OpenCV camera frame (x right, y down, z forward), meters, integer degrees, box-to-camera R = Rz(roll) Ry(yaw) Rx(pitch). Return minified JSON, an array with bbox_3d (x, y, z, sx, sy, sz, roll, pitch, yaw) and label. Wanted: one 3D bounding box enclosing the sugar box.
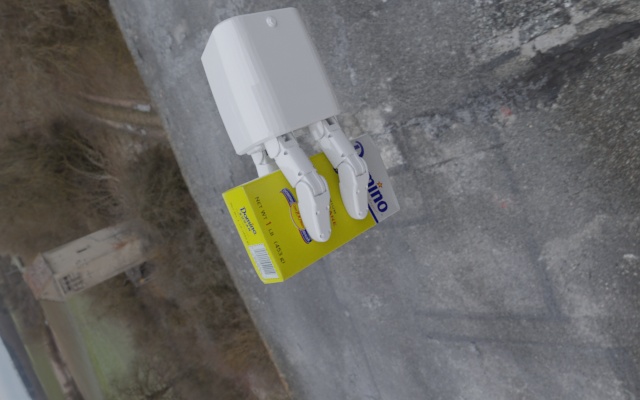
[{"bbox_3d":[0.000,0.001,0.474,0.176,0.093,0.048,-27,8,-37],"label":"sugar box"}]
